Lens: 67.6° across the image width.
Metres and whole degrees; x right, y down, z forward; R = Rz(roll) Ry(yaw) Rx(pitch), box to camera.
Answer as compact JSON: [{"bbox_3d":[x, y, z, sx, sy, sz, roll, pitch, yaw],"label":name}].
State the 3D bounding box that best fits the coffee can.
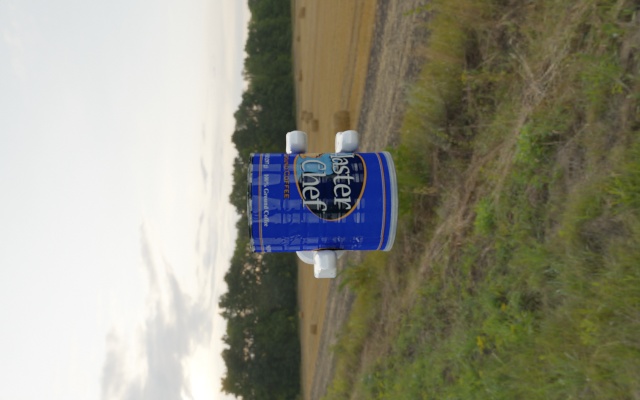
[{"bbox_3d":[0.000,0.002,0.489,0.140,0.103,0.103,-1,0,-4],"label":"coffee can"}]
